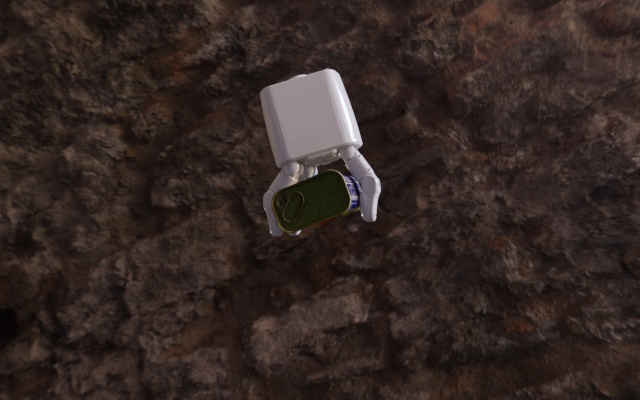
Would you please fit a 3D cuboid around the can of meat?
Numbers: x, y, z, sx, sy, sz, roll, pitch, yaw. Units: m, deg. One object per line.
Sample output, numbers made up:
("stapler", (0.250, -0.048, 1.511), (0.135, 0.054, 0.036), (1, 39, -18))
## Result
("can of meat", (0.000, 0.002, 0.624), (0.102, 0.057, 0.084), (-22, -7, 18))
